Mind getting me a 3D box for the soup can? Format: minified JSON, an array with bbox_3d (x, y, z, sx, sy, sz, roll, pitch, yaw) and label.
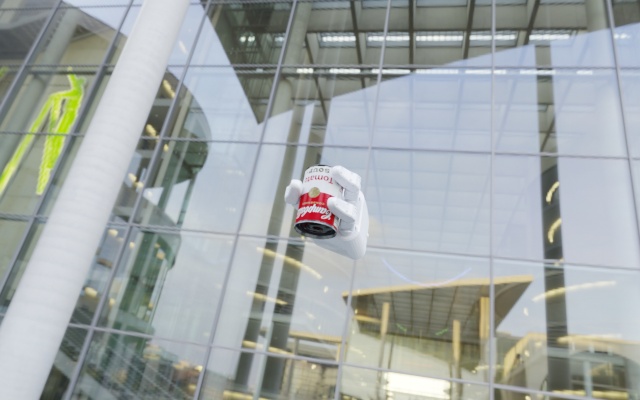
[{"bbox_3d":[0.000,0.002,0.762,0.068,0.102,0.068,8,-25,4],"label":"soup can"}]
